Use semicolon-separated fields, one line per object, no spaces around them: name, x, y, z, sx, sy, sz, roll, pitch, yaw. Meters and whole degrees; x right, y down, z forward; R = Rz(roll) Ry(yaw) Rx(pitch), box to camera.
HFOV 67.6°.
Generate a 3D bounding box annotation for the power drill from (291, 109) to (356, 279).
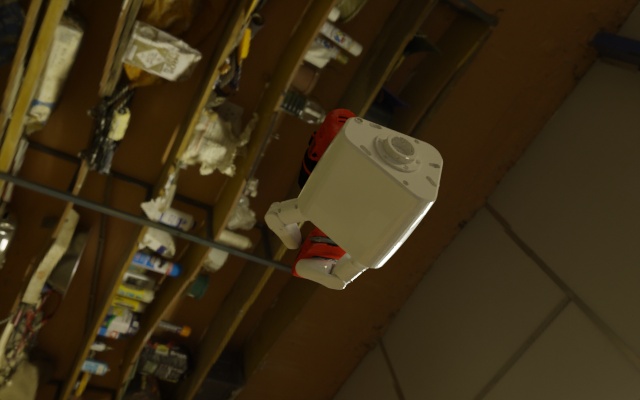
power drill;0.000;0.002;0.614;0.057;0.187;0.184;8;-26;-11
